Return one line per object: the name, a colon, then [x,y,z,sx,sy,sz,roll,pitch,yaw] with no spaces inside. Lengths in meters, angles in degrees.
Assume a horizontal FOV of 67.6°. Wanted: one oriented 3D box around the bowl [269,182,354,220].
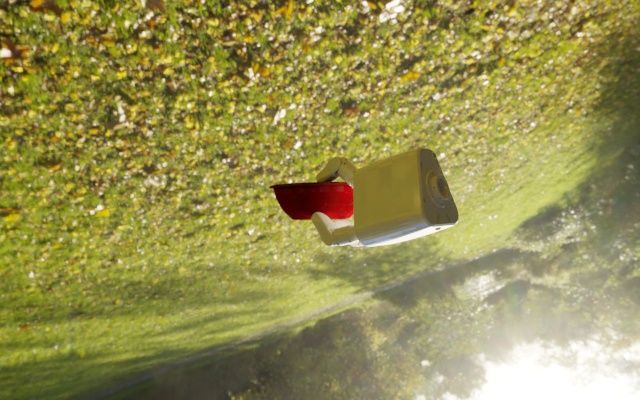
bowl: [-0.001,0.003,0.757,0.162,0.055,0.162,-1,-1,0]
